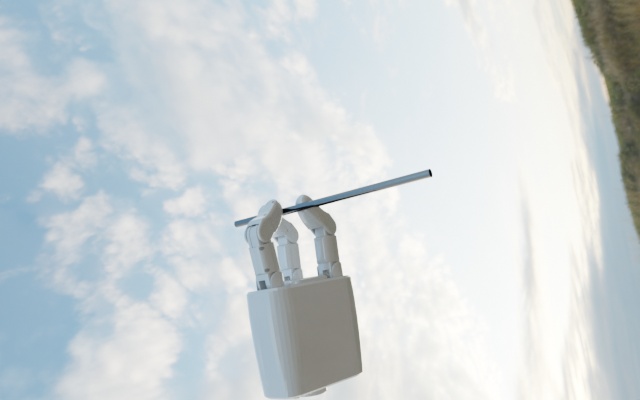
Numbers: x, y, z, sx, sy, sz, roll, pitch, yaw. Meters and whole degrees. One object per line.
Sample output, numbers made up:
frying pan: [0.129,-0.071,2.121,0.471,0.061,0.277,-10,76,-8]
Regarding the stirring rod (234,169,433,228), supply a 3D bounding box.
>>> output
stirring rod: [0.000,0.002,0.488,0.239,0.011,0.011,-15,-8,33]
